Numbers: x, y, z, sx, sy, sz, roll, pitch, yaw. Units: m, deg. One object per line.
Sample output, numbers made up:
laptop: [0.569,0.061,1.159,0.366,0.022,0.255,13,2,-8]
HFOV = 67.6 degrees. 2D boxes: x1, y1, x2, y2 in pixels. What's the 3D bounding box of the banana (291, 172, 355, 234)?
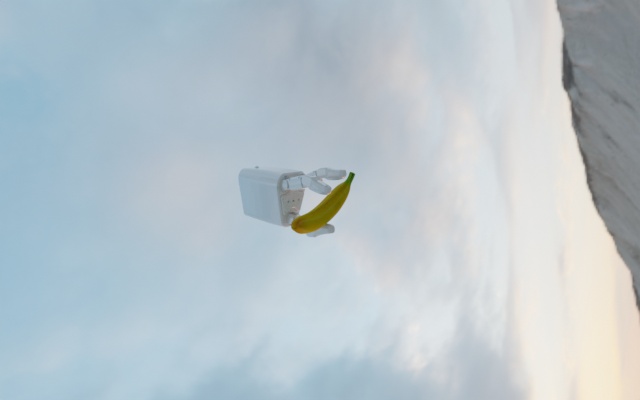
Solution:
banana: [0.002,0.016,0.888,0.037,0.070,0.197,21,42,25]
